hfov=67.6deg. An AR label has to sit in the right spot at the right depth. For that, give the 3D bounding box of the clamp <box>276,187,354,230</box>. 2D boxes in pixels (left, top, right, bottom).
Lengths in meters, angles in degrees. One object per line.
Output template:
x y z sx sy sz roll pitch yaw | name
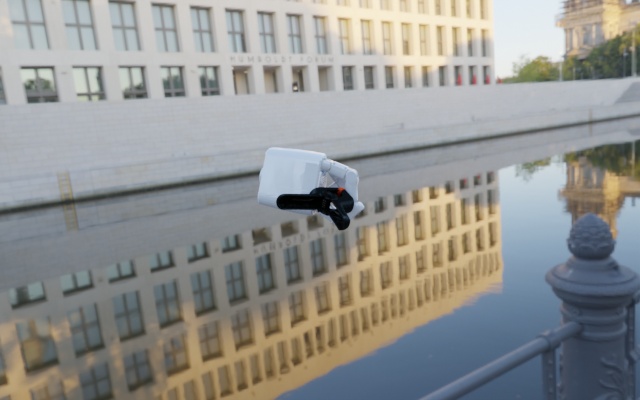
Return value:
0.000 0.002 0.792 0.120 0.039 0.171 22 14 5 | clamp
